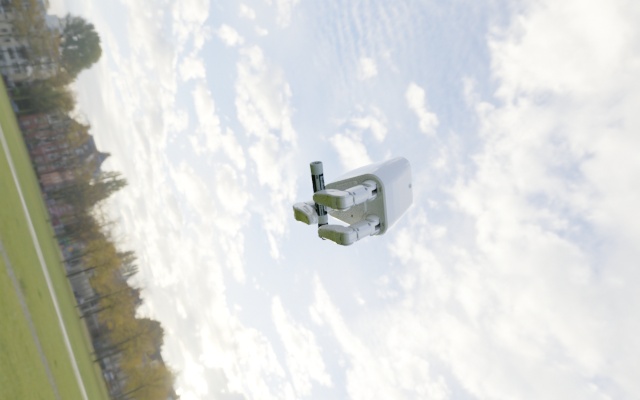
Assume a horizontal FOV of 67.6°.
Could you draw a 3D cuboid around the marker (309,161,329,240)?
[{"bbox_3d":[0.000,0.002,0.698,0.020,0.121,0.020,-6,21,2],"label":"marker"}]
